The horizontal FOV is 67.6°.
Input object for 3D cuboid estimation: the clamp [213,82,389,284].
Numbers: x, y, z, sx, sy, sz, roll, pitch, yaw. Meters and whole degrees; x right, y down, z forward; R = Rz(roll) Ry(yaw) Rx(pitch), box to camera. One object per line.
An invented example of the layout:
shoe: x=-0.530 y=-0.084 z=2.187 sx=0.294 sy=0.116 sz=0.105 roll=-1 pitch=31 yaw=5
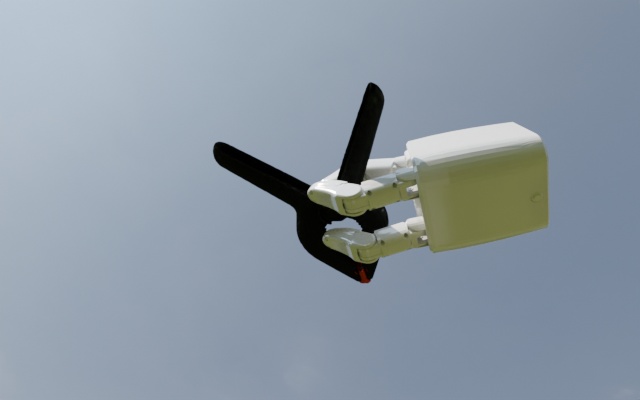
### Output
clamp: x=0.000 y=0.002 z=0.475 sx=0.164 sy=0.210 sz=0.036 roll=-12 pitch=31 yaw=9
